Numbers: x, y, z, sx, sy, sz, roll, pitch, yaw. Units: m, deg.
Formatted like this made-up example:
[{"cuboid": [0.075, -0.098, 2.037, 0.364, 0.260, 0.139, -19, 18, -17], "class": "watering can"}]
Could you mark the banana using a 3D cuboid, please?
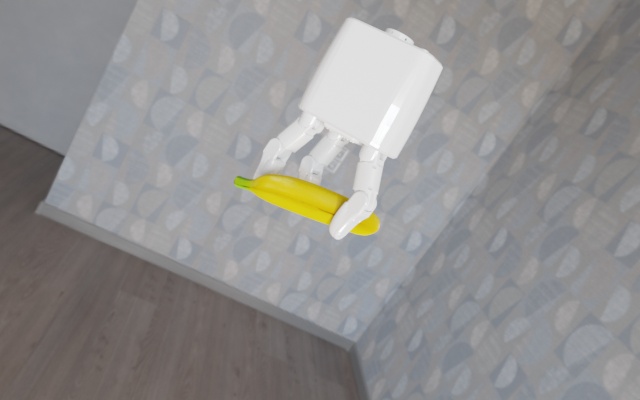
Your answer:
[{"cuboid": [0.005, 0.005, 0.535, 0.198, 0.037, 0.069, 21, 4, -30], "class": "banana"}]
